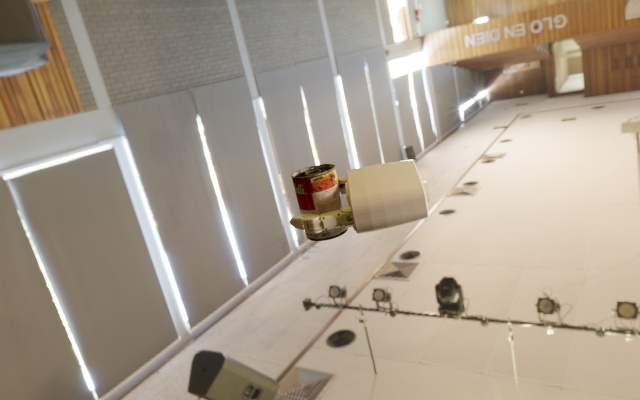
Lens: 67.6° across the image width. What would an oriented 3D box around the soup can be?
[{"bbox_3d":[0.000,0.003,0.725,0.068,0.102,0.068,-12,16,3],"label":"soup can"}]
